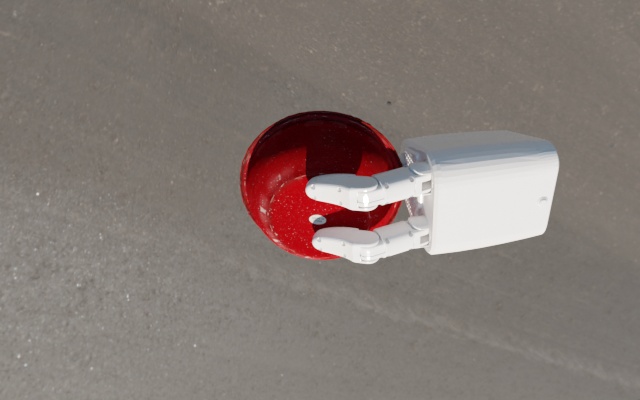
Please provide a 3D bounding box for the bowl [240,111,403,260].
[{"bbox_3d":[-0.001,0.002,0.446,0.162,0.162,0.055,0,32,3],"label":"bowl"}]
